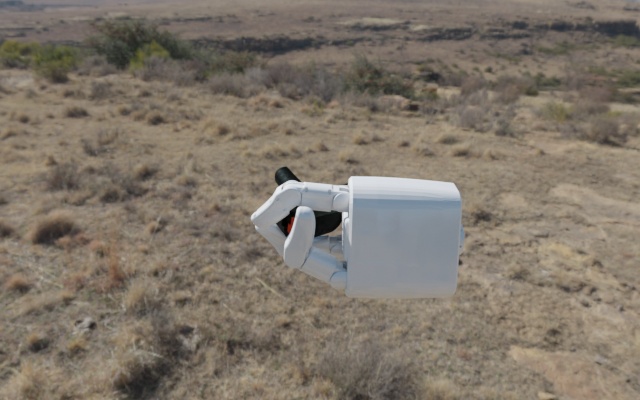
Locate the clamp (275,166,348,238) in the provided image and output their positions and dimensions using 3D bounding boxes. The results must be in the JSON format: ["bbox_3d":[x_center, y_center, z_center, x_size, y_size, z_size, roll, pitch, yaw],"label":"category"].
[{"bbox_3d":[0.000,0.001,0.545,0.120,0.039,0.171,2,24,1],"label":"clamp"}]
